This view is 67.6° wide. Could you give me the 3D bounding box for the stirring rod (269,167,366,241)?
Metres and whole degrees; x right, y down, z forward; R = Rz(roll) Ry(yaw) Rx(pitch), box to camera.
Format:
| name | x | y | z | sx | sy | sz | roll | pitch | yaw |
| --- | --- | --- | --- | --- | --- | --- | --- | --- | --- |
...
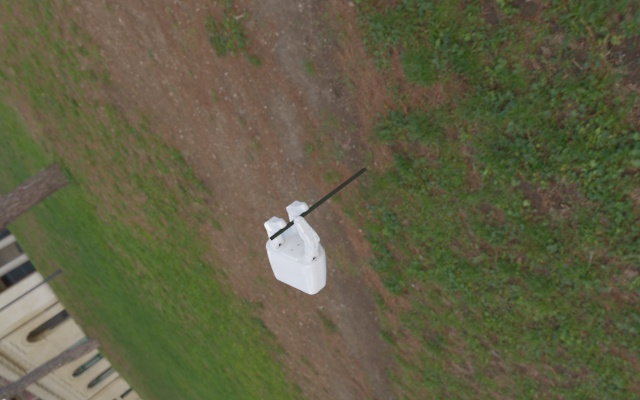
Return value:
| name | x | y | z | sx | sy | sz | roll | pitch | yaw |
| --- | --- | --- | --- | --- | --- | --- | --- | --- | --- |
| stirring rod | 0.000 | 0.003 | 0.887 | 0.239 | 0.011 | 0.011 | -36 | 18 | -25 |
